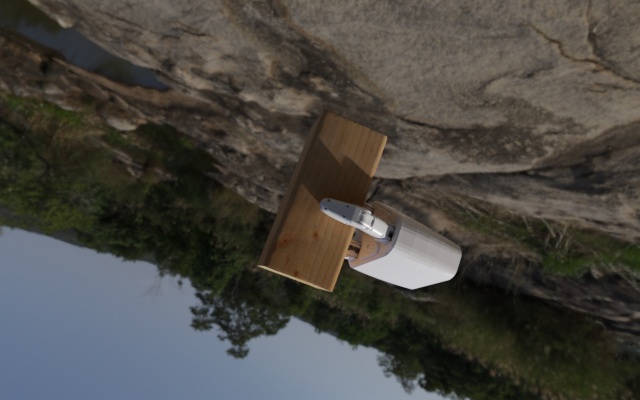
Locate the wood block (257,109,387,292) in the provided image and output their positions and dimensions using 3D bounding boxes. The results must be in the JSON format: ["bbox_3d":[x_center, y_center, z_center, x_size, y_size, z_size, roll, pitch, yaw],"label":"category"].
[{"bbox_3d":[0.000,0.002,0.615,0.090,0.206,0.091,22,-11,-10],"label":"wood block"}]
